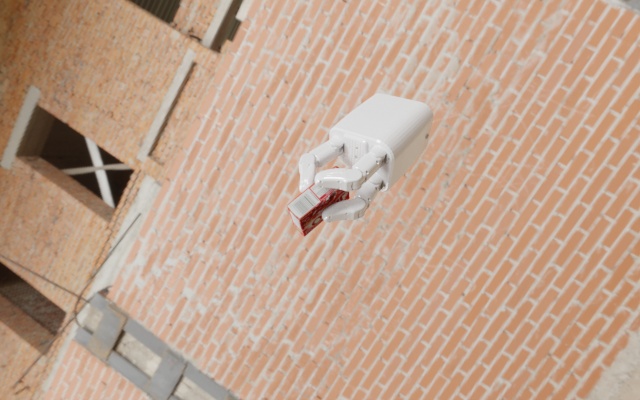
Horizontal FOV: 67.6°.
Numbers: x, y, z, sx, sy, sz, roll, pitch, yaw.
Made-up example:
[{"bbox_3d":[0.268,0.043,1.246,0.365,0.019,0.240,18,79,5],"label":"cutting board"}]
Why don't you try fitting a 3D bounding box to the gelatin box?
[{"bbox_3d":[0.000,0.002,0.649,0.089,0.030,0.073,-39,-18,-12],"label":"gelatin box"}]
